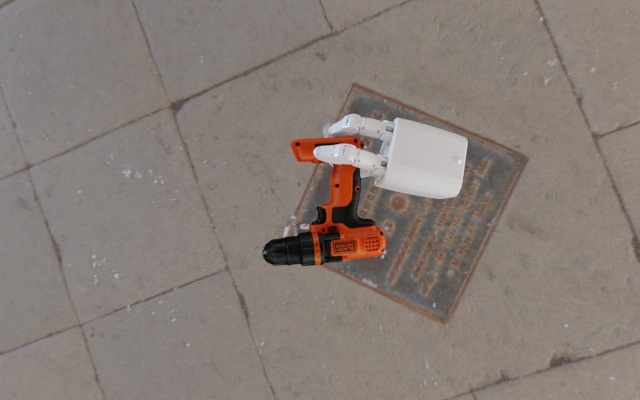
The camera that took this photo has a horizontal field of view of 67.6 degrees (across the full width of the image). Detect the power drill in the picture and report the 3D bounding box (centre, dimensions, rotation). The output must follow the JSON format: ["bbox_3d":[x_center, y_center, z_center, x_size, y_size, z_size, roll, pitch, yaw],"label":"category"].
[{"bbox_3d":[0.000,0.002,0.707,0.184,0.187,0.057,-6,6,-9],"label":"power drill"}]
